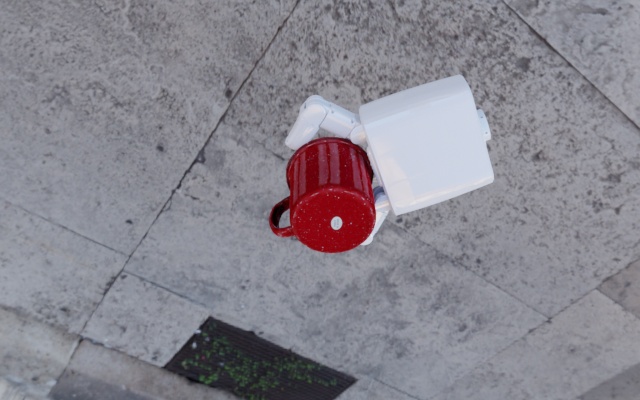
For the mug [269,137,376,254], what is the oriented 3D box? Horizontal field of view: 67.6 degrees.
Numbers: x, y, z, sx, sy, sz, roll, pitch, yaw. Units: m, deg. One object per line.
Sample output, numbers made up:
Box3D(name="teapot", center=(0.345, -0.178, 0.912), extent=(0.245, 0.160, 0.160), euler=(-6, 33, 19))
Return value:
Box3D(name="mug", center=(-0.001, 0.002, 0.474), extent=(0.117, 0.093, 0.081), euler=(-22, 34, 14))
